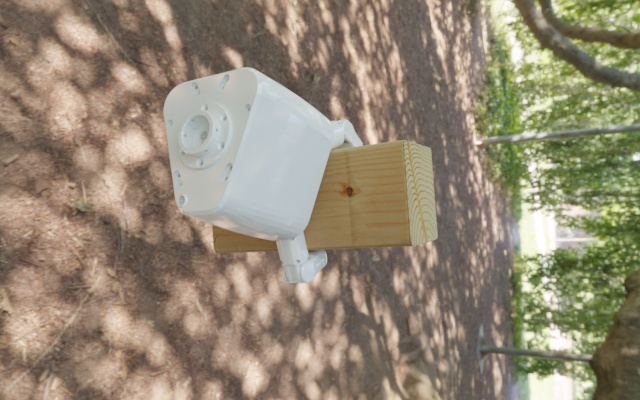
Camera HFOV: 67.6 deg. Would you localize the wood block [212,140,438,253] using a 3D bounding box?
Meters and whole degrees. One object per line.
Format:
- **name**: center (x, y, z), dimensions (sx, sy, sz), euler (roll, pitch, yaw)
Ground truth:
- **wood block**: center (0.000, 0.002, 0.474), dimensions (0.206, 0.091, 0.090), euler (-5, -2, 28)
